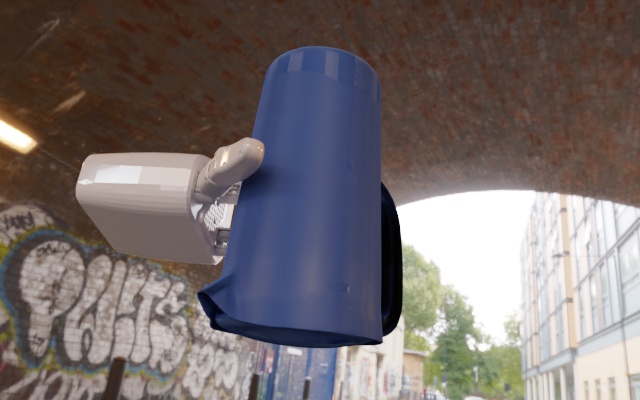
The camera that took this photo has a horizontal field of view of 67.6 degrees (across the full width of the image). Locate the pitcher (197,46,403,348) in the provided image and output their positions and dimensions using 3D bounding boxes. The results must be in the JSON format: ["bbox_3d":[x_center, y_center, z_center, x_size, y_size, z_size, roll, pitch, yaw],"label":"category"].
[{"bbox_3d":[0.000,0.001,0.412,0.145,0.242,0.149,2,-21,11],"label":"pitcher"}]
